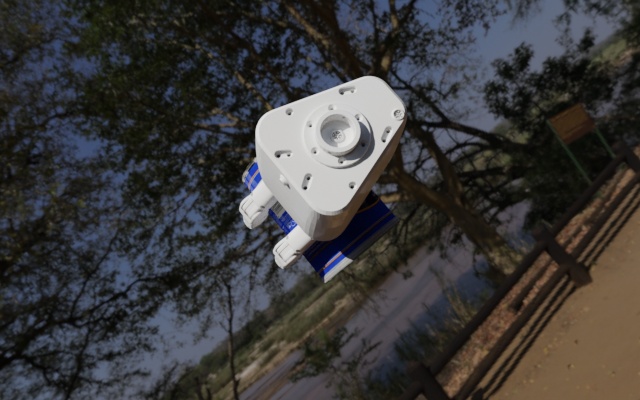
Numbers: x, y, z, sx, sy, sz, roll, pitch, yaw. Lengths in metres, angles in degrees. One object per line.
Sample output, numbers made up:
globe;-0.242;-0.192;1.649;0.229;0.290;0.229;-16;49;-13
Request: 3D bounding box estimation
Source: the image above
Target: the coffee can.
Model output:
coffee can;0.000;0.002;0.507;0.103;0.140;0.103;-39;-8;-7
